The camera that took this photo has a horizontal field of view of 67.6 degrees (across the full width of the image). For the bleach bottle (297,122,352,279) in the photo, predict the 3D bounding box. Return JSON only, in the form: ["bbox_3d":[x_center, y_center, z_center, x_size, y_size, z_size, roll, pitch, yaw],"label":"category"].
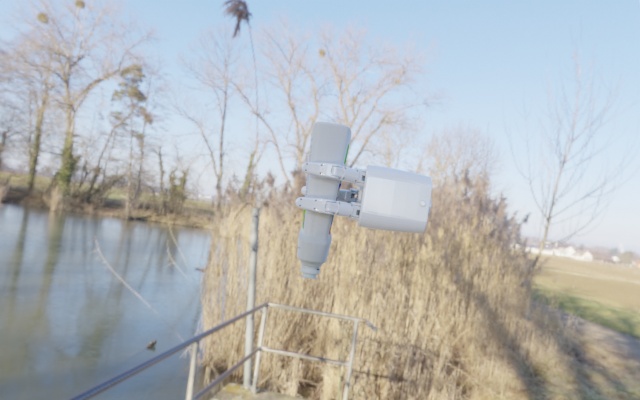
[{"bbox_3d":[0.000,0.003,0.794,0.068,0.251,0.102,9,-3,0],"label":"bleach bottle"}]
